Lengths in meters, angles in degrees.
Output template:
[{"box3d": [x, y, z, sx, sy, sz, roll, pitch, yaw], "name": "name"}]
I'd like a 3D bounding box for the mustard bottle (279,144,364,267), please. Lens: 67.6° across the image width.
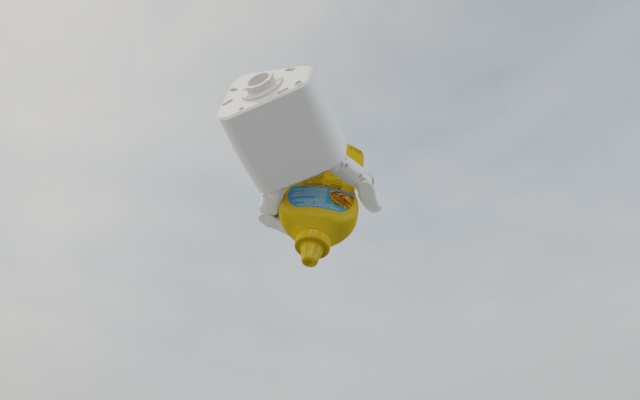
[{"box3d": [0.000, 0.002, 0.591, 0.096, 0.058, 0.191, 8, 44, 2], "name": "mustard bottle"}]
